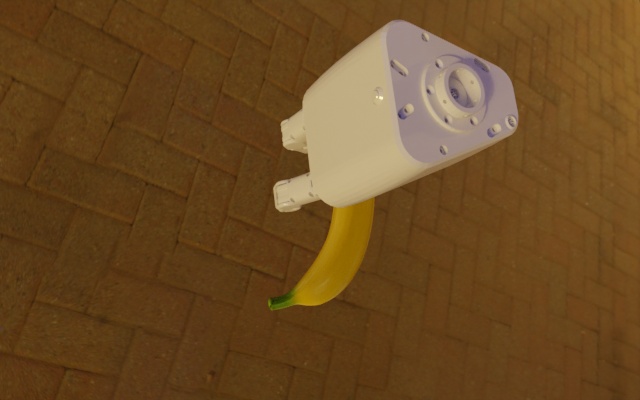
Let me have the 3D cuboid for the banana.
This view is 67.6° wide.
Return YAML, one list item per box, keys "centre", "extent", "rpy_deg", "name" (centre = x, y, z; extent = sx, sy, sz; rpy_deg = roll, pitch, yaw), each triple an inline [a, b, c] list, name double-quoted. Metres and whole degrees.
- centre: [0.016, 0.011, 0.432]
  extent: [0.069, 0.197, 0.037]
  rpy_deg: [21, -16, -16]
  name: "banana"
